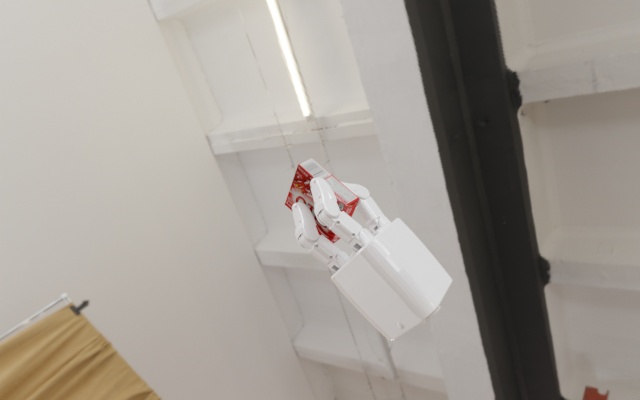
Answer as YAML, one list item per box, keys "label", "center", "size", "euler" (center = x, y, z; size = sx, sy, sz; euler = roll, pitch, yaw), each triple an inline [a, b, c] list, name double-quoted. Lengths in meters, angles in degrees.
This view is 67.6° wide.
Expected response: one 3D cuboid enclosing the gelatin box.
- label: "gelatin box"
  center: [0.000, 0.002, 0.611]
  size: [0.089, 0.073, 0.030]
  euler: [42, 45, 21]
